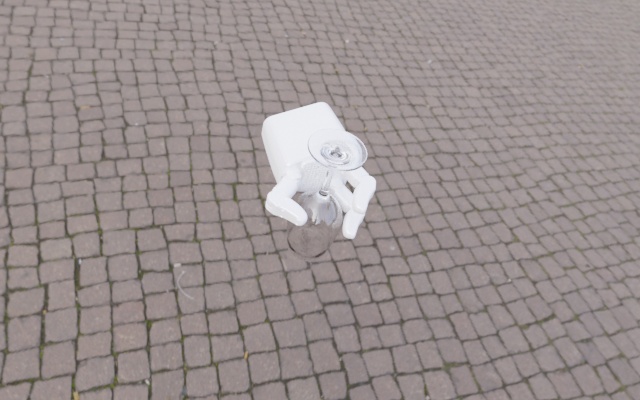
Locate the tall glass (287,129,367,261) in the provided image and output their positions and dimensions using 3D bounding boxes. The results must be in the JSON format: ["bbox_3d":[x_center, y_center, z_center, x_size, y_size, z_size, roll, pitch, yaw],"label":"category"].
[{"bbox_3d":[0.000,0.002,0.648,0.079,0.079,0.201,0,-41,-16],"label":"tall glass"}]
